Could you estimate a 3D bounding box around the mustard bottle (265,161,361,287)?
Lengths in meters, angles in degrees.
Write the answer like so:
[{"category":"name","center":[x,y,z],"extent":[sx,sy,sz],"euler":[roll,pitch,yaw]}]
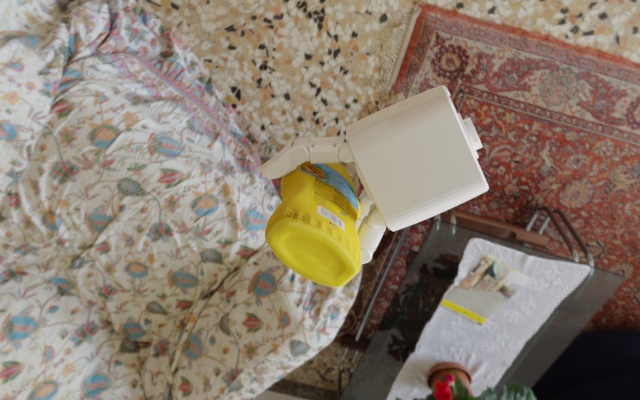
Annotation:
[{"category":"mustard bottle","center":[0.000,0.002,0.519],"extent":[0.096,0.058,0.191],"euler":[33,29,-15]}]
